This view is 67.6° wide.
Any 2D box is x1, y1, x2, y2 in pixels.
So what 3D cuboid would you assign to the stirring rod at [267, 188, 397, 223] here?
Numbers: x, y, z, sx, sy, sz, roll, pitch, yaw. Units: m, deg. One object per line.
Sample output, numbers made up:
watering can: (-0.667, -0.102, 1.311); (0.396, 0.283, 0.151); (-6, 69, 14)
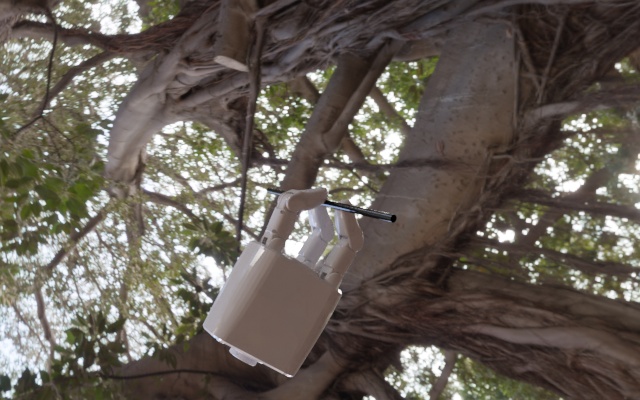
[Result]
stirring rod: (0.000, 0.002, 0.552); (0.011, 0.011, 0.239); (0, 7, -36)
